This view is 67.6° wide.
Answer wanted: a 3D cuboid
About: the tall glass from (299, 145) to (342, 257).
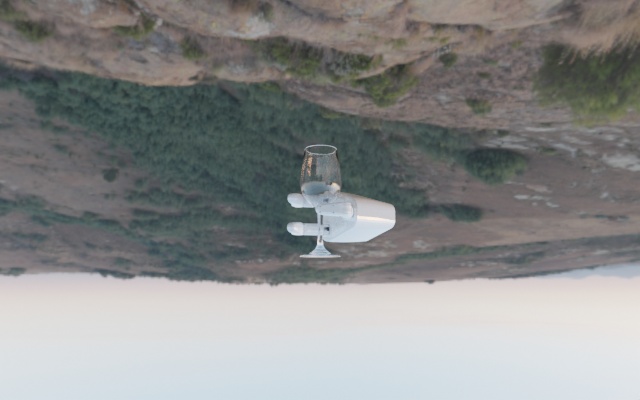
[{"bbox_3d":[0.000,0.004,0.877,0.079,0.201,0.079,0,-8,0],"label":"tall glass"}]
